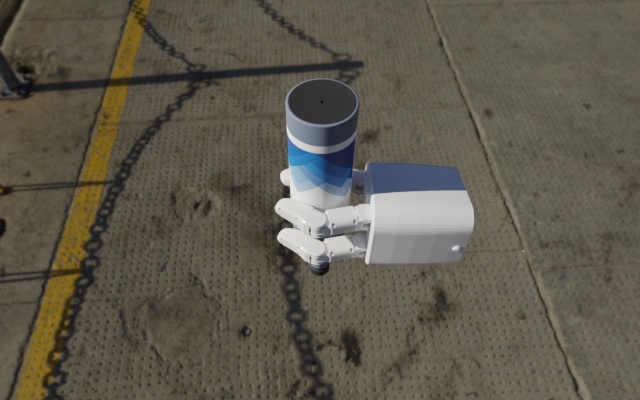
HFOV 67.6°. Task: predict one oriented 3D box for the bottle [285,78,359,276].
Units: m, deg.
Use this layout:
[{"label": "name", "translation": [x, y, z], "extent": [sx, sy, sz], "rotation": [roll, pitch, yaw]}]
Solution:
[{"label": "bottle", "translation": [0.000, 0.002, 0.543], "extent": [0.069, 0.069, 0.296], "rotation": [0, -38, -1]}]
